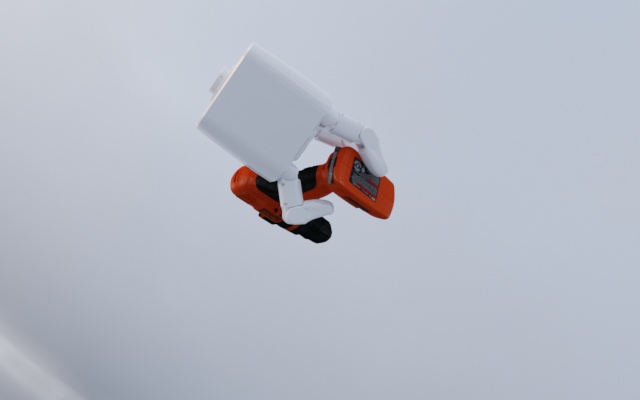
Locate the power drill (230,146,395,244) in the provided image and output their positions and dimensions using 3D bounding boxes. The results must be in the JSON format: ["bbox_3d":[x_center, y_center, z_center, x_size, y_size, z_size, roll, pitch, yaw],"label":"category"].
[{"bbox_3d":[0.000,0.002,0.626,0.187,0.057,0.184,-13,-35,41],"label":"power drill"}]
